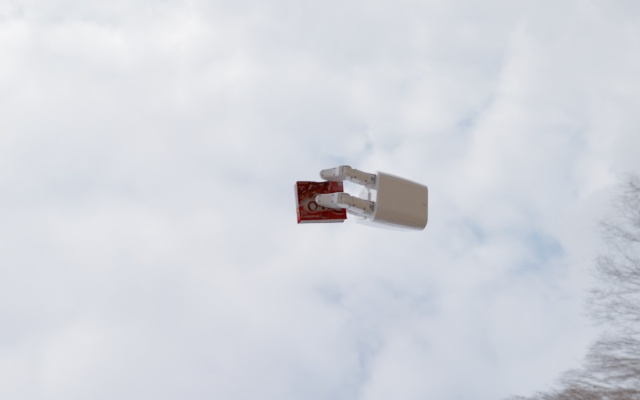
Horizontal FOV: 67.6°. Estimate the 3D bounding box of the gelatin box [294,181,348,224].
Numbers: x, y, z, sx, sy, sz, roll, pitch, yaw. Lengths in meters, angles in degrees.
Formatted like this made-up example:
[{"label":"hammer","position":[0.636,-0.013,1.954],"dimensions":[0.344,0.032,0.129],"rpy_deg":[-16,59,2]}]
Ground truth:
[{"label":"gelatin box","position":[0.000,0.003,0.851],"dimensions":[0.089,0.073,0.030],"rpy_deg":[-1,-17,-16]}]
